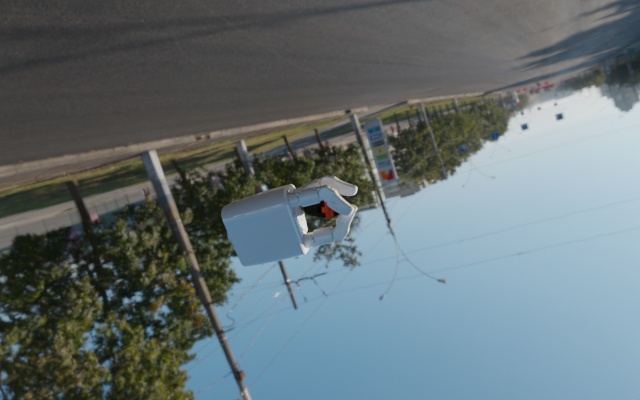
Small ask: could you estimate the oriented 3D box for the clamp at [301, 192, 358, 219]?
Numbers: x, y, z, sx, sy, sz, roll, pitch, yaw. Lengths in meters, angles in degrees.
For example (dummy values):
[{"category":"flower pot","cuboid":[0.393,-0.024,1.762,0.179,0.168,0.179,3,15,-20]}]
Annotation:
[{"category":"clamp","cuboid":[0.000,0.003,0.810,0.120,0.039,0.171,-13,5,8]}]
